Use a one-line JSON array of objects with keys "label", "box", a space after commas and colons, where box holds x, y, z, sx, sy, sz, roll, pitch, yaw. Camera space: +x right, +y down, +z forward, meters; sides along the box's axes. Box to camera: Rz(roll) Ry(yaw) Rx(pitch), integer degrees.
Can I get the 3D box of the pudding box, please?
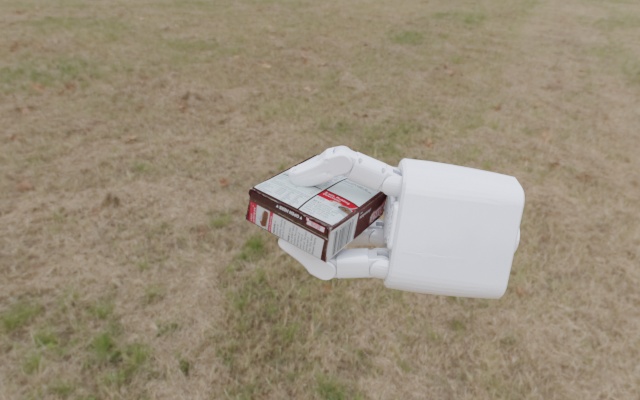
[{"label": "pudding box", "box": [0.000, 0.001, 0.449, 0.090, 0.039, 0.113, 25, 31, 24]}]
